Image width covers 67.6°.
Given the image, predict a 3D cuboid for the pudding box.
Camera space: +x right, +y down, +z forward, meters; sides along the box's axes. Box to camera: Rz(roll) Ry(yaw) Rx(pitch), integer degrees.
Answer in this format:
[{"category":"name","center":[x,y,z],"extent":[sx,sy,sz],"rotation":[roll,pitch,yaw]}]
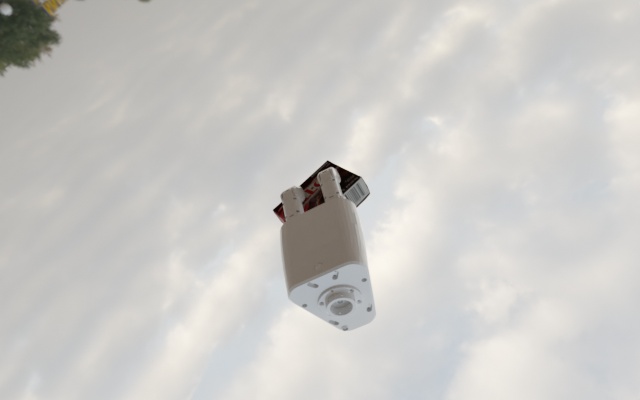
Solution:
[{"category":"pudding box","center":[0.000,0.002,0.661],"extent":[0.113,0.039,0.090],"rotation":[-41,35,-12]}]
